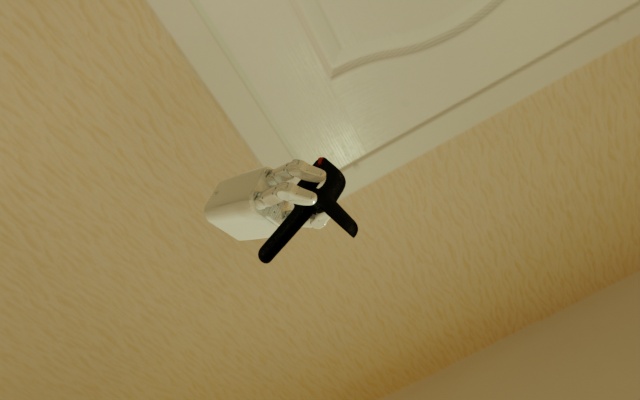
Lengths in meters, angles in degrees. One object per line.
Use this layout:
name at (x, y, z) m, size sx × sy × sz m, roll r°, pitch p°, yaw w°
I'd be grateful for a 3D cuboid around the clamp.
clamp at (0.000, 0.003, 0.741) m, size 0.164 × 0.036 × 0.209 m, roll -13°, pitch 38°, yaw 31°
